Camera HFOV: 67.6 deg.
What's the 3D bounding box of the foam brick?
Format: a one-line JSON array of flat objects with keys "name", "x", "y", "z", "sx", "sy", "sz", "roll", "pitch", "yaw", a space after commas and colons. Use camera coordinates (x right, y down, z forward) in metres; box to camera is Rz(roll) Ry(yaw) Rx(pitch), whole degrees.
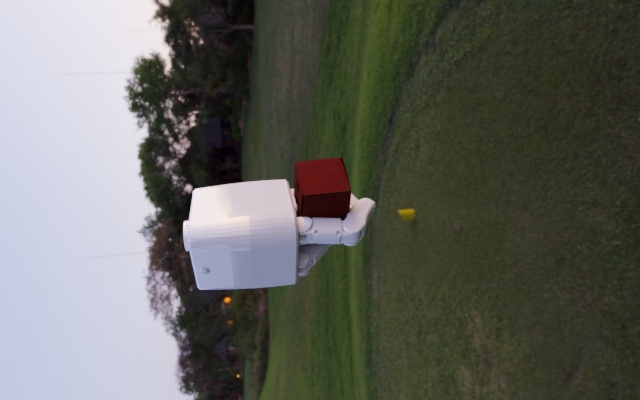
[{"name": "foam brick", "x": 0.000, "y": 0.001, "z": 0.506, "sx": 0.051, "sy": 0.078, "sz": 0.053, "roll": -4, "pitch": 45, "yaw": -8}]
